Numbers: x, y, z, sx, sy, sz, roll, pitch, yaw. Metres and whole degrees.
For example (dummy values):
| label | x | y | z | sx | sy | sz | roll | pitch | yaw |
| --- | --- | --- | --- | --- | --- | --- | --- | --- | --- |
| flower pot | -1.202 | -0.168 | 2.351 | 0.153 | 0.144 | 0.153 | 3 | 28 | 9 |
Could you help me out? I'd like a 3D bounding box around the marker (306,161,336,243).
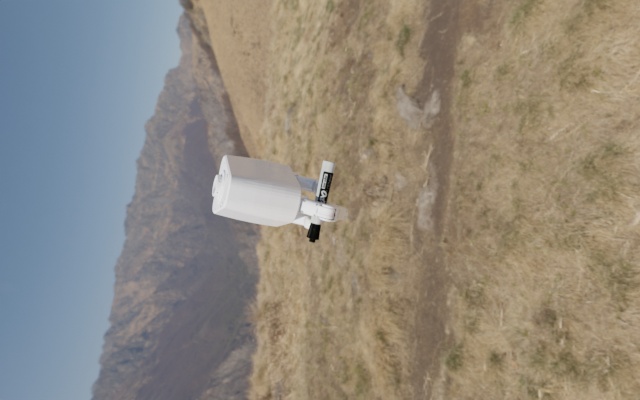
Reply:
| label | x | y | z | sx | sy | sz | roll | pitch | yaw |
| --- | --- | --- | --- | --- | --- | --- | --- | --- | --- |
| marker | 0.000 | 0.002 | 0.699 | 0.020 | 0.121 | 0.020 | 13 | 4 | -1 |
